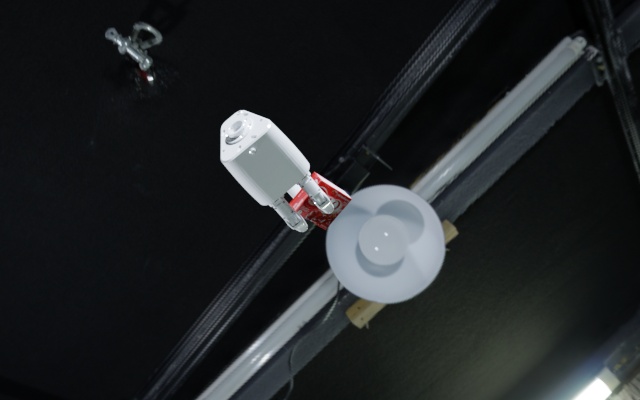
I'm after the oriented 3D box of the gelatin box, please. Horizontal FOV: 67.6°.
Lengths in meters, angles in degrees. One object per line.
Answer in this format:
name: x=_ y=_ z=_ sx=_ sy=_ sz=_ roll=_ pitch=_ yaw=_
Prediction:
gelatin box: x=0.000 y=0.003 z=0.819 sx=0.089 sy=0.073 sz=0.030 roll=31 pitch=13 yaw=-44
